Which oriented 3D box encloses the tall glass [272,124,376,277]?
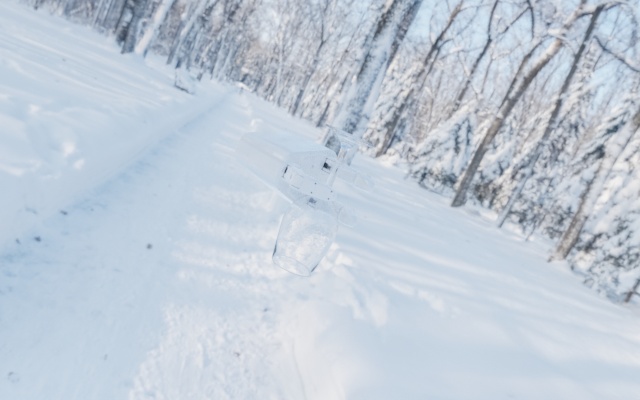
[{"bbox_3d":[0.000,0.002,0.655,0.079,0.201,0.079,24,8,-3],"label":"tall glass"}]
